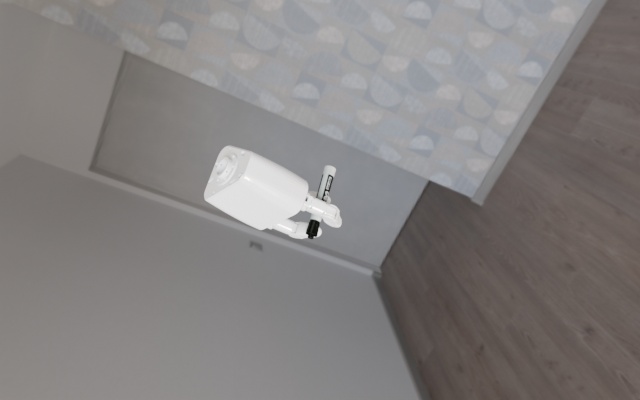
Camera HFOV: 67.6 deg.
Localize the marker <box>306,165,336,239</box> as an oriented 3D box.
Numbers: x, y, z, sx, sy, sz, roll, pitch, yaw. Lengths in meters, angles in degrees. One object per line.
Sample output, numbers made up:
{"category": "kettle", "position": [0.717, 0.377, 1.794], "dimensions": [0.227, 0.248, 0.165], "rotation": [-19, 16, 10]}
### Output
{"category": "marker", "position": [0.000, 0.002, 0.742], "dimensions": [0.020, 0.121, 0.020], "rotation": [14, -19, 5]}
